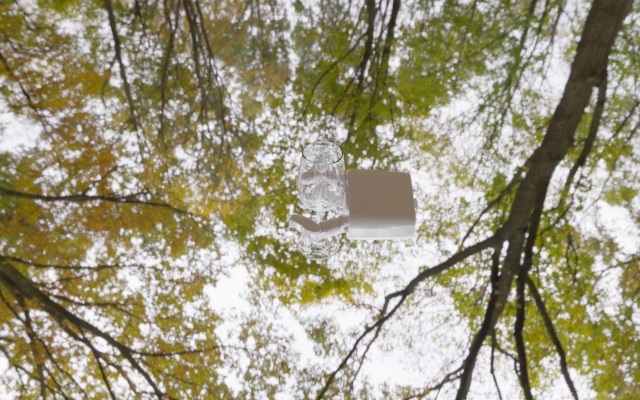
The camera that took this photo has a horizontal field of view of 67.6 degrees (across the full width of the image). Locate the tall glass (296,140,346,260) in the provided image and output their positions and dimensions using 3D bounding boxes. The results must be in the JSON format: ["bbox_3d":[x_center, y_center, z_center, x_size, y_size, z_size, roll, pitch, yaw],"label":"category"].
[{"bbox_3d":[0.000,0.003,0.773,0.079,0.201,0.079,1,42,-1],"label":"tall glass"}]
